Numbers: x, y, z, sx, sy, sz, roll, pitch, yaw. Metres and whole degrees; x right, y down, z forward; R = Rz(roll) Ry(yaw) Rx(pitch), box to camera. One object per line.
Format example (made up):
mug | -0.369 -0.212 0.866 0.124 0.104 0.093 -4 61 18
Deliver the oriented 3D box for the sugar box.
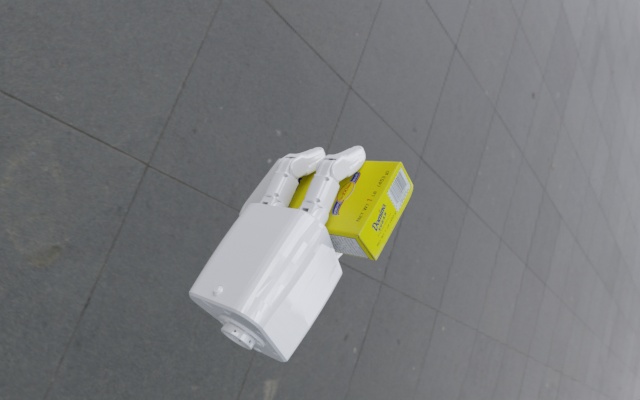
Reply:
sugar box | 0.000 0.001 0.502 0.176 0.093 0.048 7 -36 41
